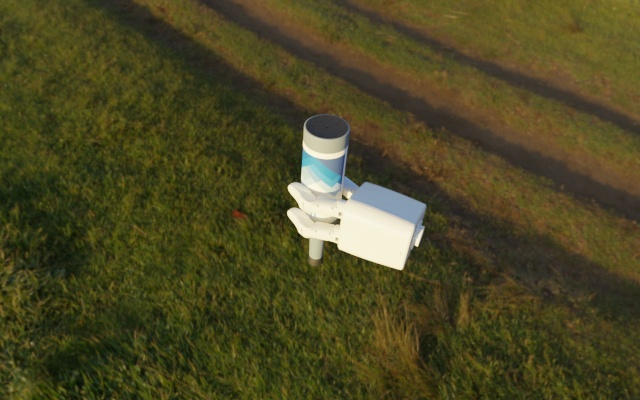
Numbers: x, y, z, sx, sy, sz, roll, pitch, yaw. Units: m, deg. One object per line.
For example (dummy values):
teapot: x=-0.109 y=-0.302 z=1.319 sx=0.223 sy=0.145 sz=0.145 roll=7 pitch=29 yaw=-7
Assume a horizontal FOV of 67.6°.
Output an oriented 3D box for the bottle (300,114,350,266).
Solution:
bottle: x=0.000 y=0.002 z=0.783 sx=0.069 sy=0.296 sz=0.069 roll=3 pitch=42 yaw=-2
